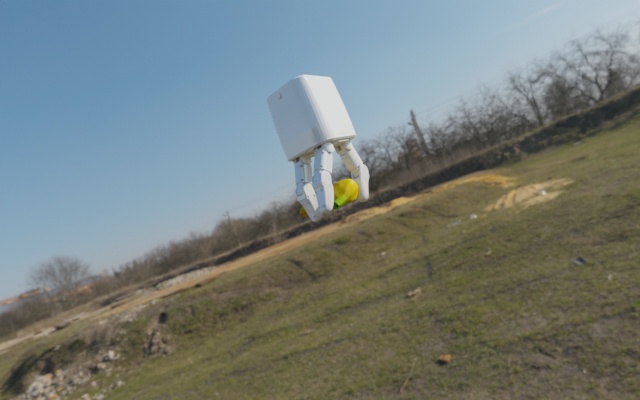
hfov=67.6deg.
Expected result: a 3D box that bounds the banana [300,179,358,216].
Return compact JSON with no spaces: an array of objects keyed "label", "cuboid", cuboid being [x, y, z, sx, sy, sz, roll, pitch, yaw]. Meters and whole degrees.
[{"label":"banana","cuboid":[0.017,-0.005,0.778,0.069,0.037,0.198,-24,0,-17]}]
